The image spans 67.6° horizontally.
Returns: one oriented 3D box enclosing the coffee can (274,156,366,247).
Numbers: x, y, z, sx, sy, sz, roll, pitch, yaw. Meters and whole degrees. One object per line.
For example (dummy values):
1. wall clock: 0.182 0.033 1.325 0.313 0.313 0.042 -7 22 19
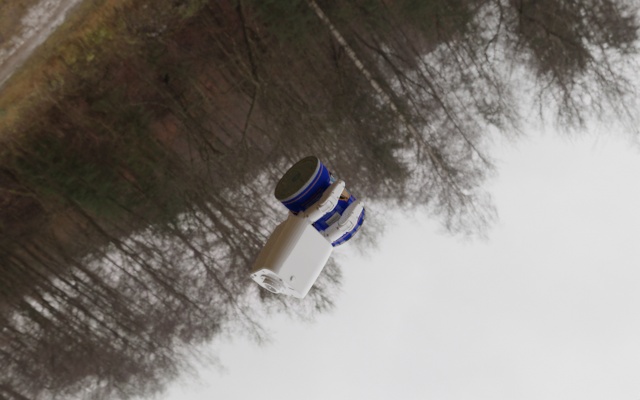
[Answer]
1. coffee can: 0.000 0.003 0.870 0.140 0.102 0.103 45 -24 -26
